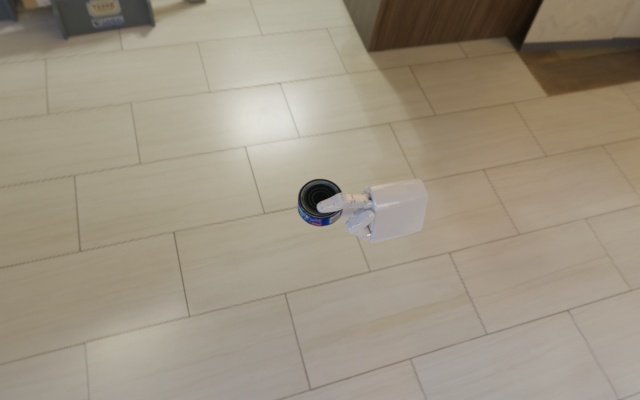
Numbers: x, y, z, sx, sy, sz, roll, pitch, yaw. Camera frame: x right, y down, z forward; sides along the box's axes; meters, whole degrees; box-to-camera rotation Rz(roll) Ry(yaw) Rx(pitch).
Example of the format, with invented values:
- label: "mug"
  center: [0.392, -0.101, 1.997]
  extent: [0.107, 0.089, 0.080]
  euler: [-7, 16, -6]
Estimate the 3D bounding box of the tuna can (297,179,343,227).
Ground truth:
- label: "tuna can"
  center: [0.000, 0.003, 0.880]
  extent: [0.086, 0.086, 0.034]
  euler: [0, -29, -2]
